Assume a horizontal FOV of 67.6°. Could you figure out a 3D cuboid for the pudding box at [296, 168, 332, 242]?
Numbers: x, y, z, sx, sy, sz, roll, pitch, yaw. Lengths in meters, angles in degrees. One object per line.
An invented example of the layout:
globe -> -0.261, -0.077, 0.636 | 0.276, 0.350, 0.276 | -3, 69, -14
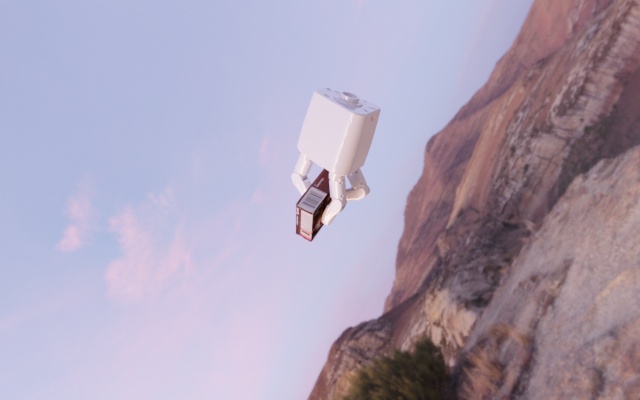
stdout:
pudding box -> 0.000, 0.003, 0.832 | 0.039, 0.113, 0.090 | 28, -33, 17
